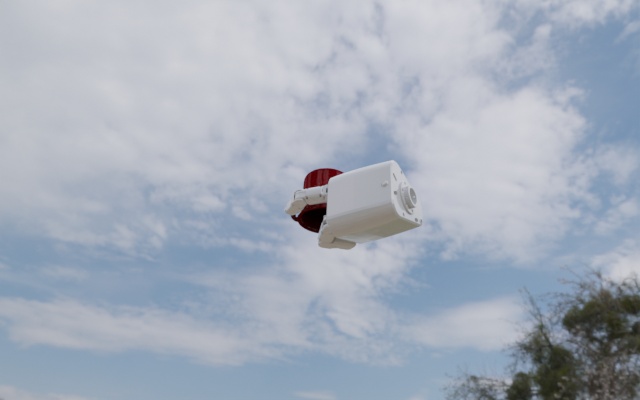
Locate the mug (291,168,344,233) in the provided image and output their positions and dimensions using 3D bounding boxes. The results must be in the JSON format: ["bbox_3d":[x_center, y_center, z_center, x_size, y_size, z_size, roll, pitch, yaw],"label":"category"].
[{"bbox_3d":[-0.001,0.003,0.805,0.117,0.081,0.093,-16,-36,29],"label":"mug"}]
